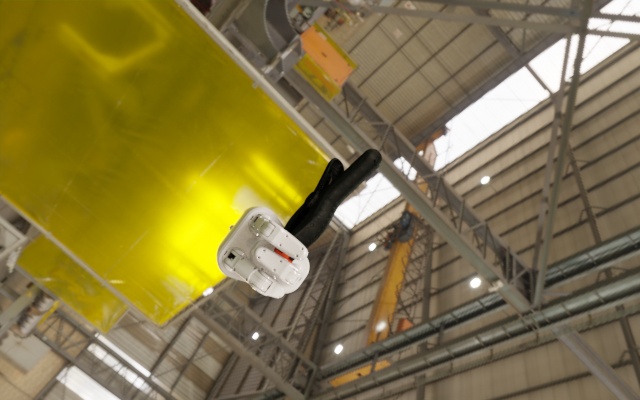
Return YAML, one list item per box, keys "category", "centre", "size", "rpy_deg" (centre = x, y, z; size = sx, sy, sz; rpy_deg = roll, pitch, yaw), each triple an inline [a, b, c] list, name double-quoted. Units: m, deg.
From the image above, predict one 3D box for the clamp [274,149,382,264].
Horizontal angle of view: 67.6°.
- category: "clamp"
  centre: [0.000, 0.003, 0.609]
  size: [0.039, 0.171, 0.120]
  rpy_deg: [44, -8, -11]
